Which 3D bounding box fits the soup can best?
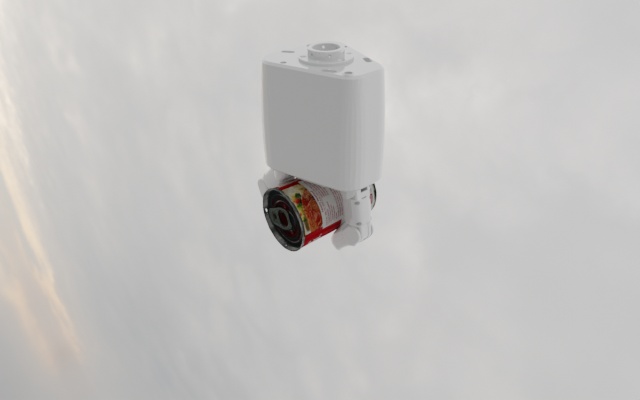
[{"bbox_3d":[0.000,0.002,0.500,0.102,0.068,0.068,-25,14,-32],"label":"soup can"}]
